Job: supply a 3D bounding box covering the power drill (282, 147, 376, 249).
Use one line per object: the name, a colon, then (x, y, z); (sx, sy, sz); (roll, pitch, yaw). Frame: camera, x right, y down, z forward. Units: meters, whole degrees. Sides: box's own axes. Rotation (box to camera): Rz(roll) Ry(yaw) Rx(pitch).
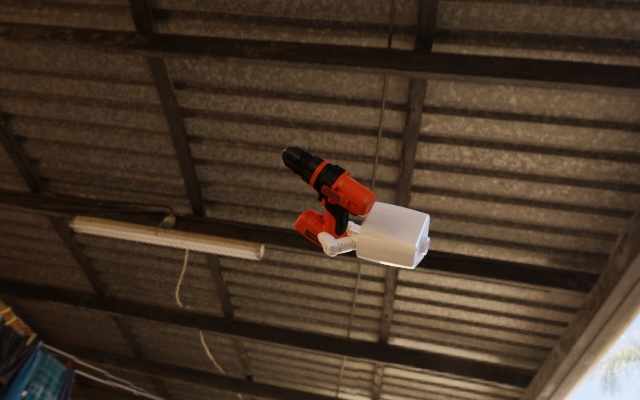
power drill: (0.000, 0.003, 0.875); (0.184, 0.057, 0.188); (34, -33, 15)
